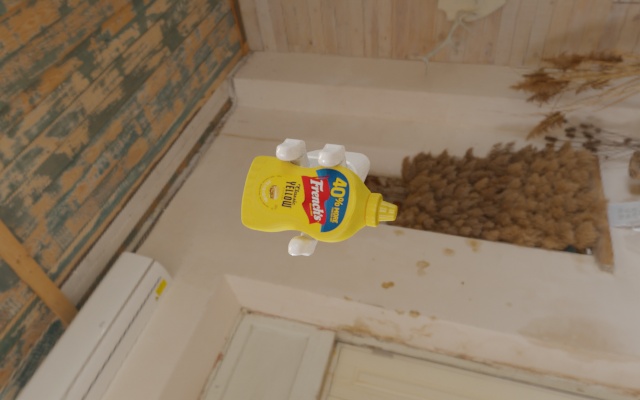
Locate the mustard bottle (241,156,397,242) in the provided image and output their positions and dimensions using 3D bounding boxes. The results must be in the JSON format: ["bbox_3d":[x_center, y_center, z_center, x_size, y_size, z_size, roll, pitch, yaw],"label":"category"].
[{"bbox_3d":[0.000,0.002,0.600,0.191,0.096,0.058,8,-9,16],"label":"mustard bottle"}]
